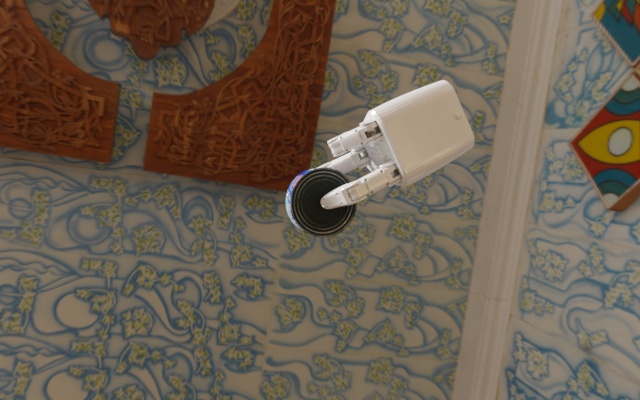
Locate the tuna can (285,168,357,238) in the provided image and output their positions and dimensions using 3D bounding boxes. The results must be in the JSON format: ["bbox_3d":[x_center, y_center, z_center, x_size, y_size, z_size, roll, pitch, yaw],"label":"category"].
[{"bbox_3d":[0.000,0.002,0.597,0.086,0.086,0.034,0,3,-18],"label":"tuna can"}]
